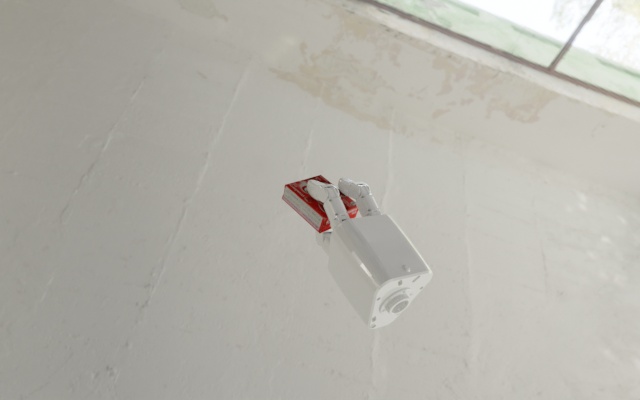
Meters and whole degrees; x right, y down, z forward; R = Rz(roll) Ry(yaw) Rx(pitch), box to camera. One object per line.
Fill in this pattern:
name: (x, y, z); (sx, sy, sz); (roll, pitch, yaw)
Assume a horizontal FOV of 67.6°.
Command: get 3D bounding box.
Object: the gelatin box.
gelatin box: (0.000, 0.002, 0.695); (0.073, 0.030, 0.089); (-18, 47, -41)
